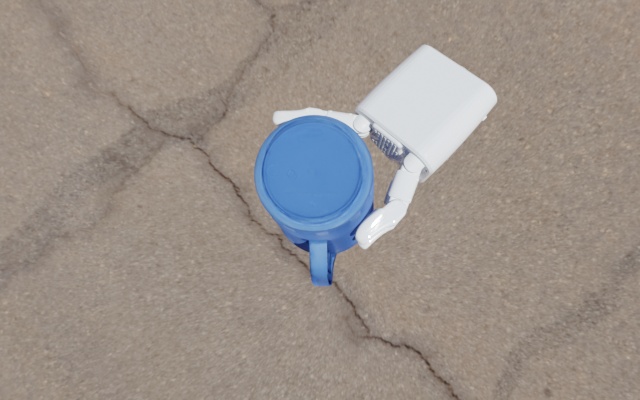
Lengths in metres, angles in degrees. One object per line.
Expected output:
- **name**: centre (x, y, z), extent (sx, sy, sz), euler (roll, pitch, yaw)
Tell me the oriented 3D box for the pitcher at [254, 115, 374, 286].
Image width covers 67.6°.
- **pitcher**: centre (0.000, 0.002, 0.535), extent (0.145, 0.149, 0.243), euler (-44, -8, -3)
